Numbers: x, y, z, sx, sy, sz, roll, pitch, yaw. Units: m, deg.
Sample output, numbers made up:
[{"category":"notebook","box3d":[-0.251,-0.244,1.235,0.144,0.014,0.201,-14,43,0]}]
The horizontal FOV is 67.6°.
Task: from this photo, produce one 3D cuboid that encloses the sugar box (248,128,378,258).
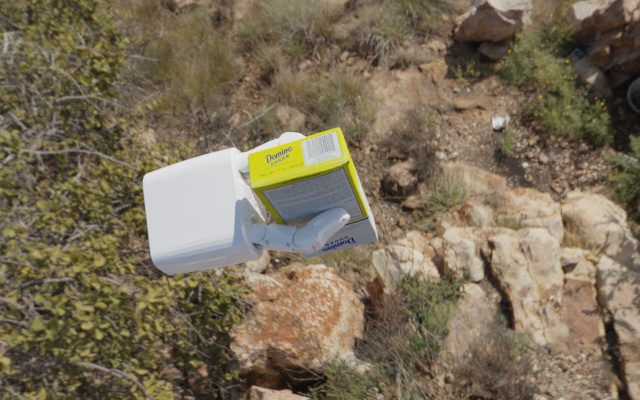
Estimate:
[{"category":"sugar box","box3d":[0.000,0.001,0.503,0.093,0.048,0.176,-14,-29,8]}]
